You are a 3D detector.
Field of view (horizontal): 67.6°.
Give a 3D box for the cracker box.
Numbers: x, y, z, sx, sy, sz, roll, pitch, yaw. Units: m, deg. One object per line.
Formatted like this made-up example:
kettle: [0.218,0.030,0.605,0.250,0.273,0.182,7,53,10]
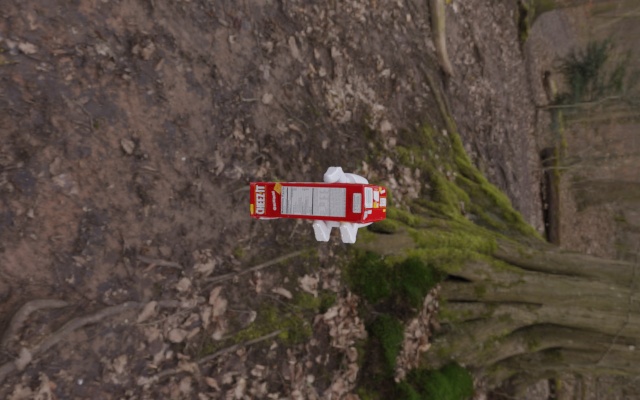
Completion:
cracker box: [0.000,0.003,0.887,0.213,0.072,0.164,2,1,21]
